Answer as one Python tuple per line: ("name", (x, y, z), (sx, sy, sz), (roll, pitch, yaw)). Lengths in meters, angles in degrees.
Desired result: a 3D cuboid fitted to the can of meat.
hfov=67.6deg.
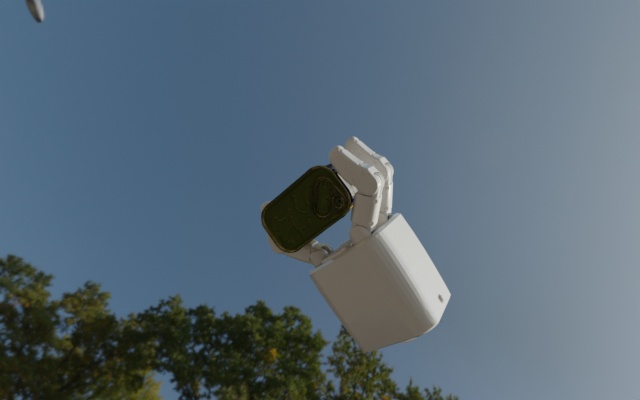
("can of meat", (0.000, 0.002, 0.510), (0.102, 0.057, 0.084), (-39, -5, 28))
